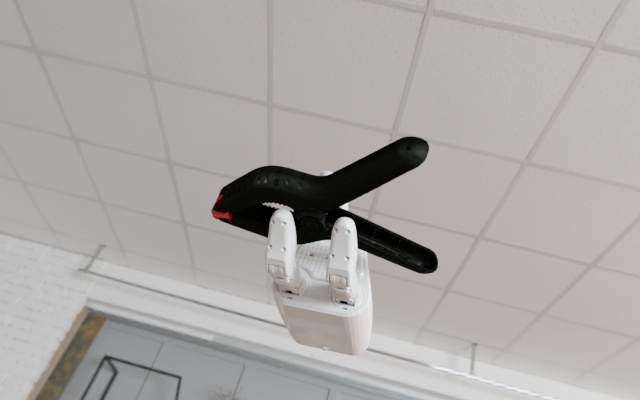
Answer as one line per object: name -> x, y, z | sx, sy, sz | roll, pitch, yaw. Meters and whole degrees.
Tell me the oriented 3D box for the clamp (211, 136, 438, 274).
clamp -> 0.000, 0.001, 0.412 | 0.210, 0.036, 0.165 | 7, -38, 13
